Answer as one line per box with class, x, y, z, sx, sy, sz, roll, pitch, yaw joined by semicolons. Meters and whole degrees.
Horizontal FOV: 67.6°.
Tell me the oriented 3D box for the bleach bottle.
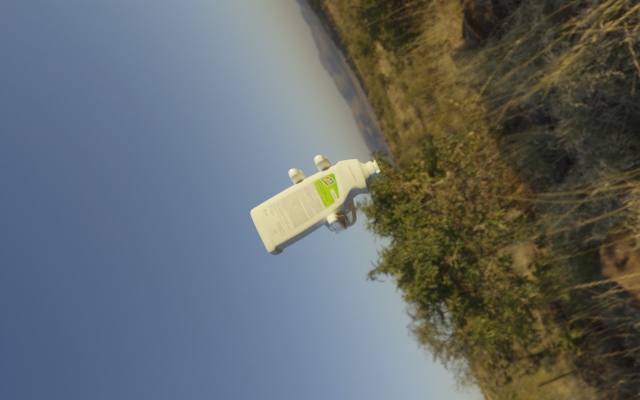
bleach bottle;0.000;0.003;0.895;0.251;0.102;0.068;-28;-7;8
